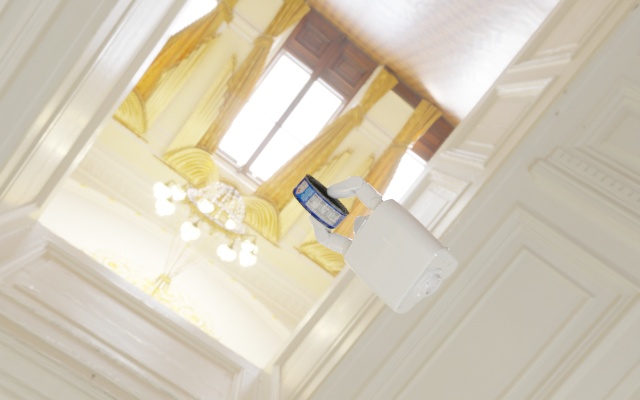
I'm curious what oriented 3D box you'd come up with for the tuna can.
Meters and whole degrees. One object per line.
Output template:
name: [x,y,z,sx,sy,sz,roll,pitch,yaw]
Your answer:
tuna can: [0.000,0.003,0.698,0.086,0.034,0.086,42,9,-8]
